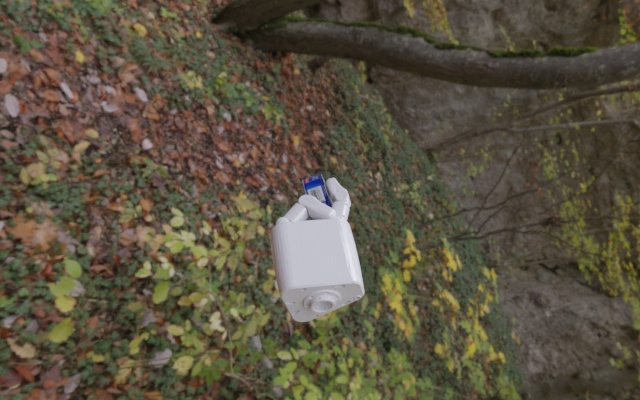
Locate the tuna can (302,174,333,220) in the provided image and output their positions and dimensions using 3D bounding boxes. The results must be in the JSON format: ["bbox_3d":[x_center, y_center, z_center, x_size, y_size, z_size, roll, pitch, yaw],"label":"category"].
[{"bbox_3d":[0.001,0.002,0.758,0.034,0.086,0.086,-19,-1,3],"label":"tuna can"}]
